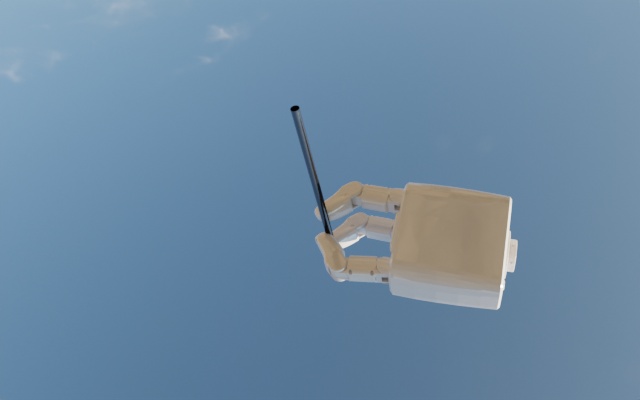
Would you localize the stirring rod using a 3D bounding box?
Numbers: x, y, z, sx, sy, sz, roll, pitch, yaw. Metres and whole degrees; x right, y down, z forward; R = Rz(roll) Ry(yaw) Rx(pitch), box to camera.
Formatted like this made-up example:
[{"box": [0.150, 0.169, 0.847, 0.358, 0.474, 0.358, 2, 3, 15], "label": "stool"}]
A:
[{"box": [0.000, 0.002, 0.487, 0.011, 0.011, 0.240, 0, -41, 14], "label": "stirring rod"}]
